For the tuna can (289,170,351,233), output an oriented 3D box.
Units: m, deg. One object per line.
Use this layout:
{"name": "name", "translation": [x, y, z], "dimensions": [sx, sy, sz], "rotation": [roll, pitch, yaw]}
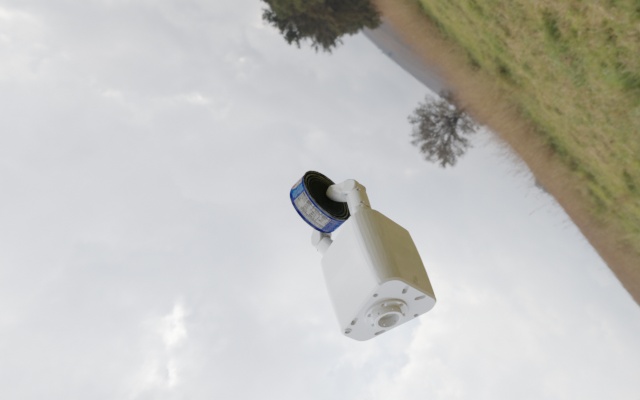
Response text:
{"name": "tuna can", "translation": [0.000, 0.002, 0.649], "dimensions": [0.034, 0.086, 0.086], "rotation": [-43, -23, 26]}
